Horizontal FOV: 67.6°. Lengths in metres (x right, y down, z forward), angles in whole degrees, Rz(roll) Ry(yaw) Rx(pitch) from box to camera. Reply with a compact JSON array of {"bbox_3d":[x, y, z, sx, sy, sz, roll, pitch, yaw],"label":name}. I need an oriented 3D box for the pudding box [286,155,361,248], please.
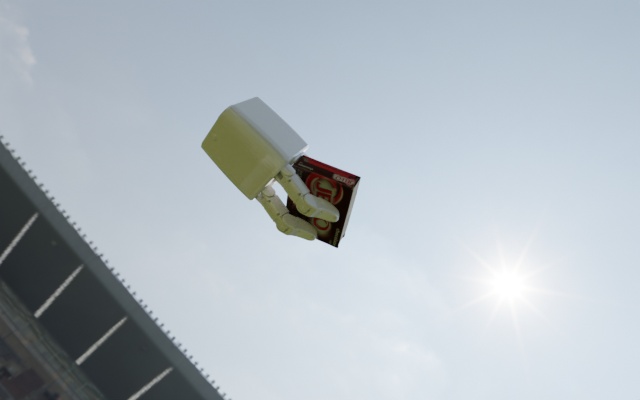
[{"bbox_3d":[0.000,0.002,0.672,0.090,0.114,0.039,22,41,14],"label":"pudding box"}]
